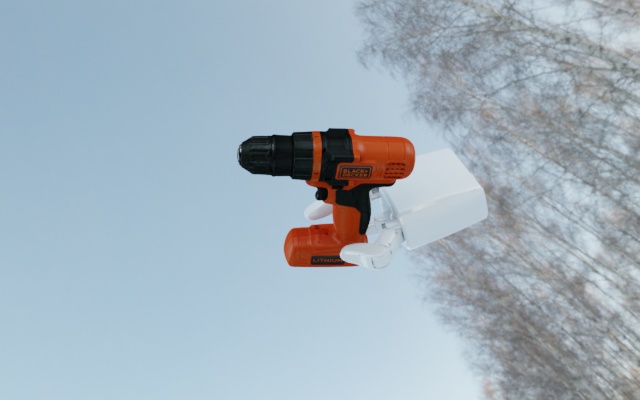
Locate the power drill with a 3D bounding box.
[{"bbox_3d":[0.000,0.002,0.542,0.184,0.057,0.188,1,-42,-7],"label":"power drill"}]
